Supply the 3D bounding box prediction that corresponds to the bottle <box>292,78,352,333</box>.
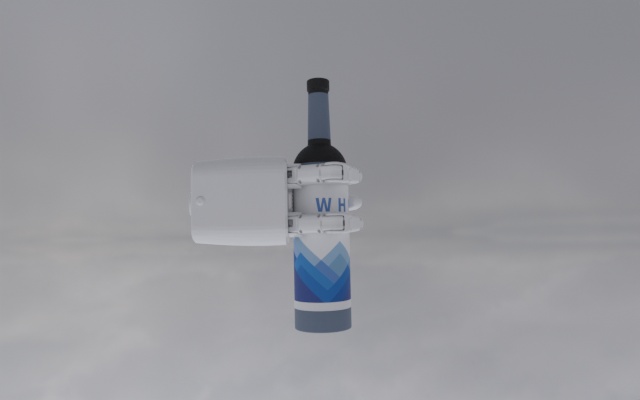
[{"bbox_3d":[0.000,0.002,0.568,0.069,0.295,0.069,-1,-4,0],"label":"bottle"}]
